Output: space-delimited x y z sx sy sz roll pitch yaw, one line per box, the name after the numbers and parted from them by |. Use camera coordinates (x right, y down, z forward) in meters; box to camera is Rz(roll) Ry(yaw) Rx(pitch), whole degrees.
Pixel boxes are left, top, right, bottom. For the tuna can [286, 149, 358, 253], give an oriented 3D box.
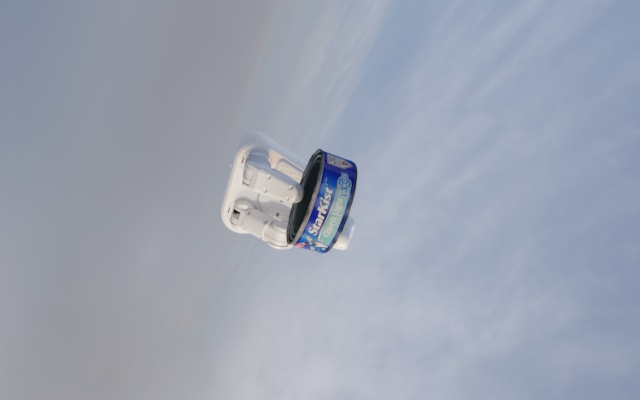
0.001 0.002 0.410 0.034 0.086 0.086 18 -4 -12 | tuna can
